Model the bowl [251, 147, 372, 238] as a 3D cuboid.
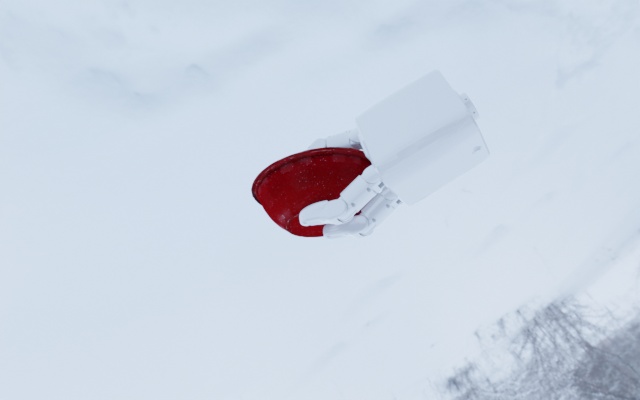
[{"bbox_3d":[-0.001,0.003,0.575,0.162,0.055,0.162,-9,-25,-4],"label":"bowl"}]
